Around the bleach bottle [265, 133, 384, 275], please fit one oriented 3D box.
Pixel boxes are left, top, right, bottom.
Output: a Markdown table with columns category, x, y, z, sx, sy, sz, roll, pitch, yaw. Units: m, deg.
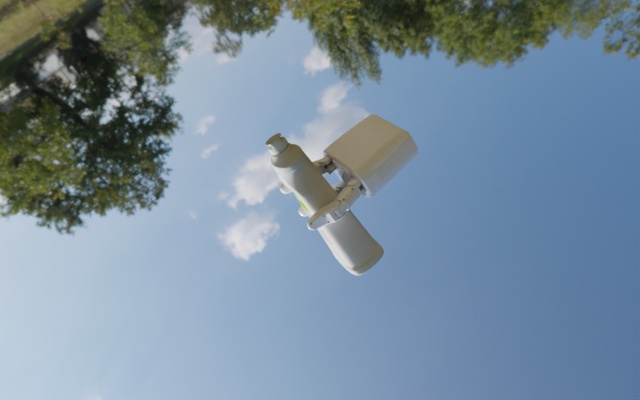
| category | x | y | z | sx | sy | sz | roll | pitch | yaw |
| --- | --- | --- | --- | --- | --- | --- | --- | --- | --- |
| bleach bottle | 0.000 | 0.002 | 0.748 | 0.068 | 0.251 | 0.102 | -41 | 27 | -9 |
